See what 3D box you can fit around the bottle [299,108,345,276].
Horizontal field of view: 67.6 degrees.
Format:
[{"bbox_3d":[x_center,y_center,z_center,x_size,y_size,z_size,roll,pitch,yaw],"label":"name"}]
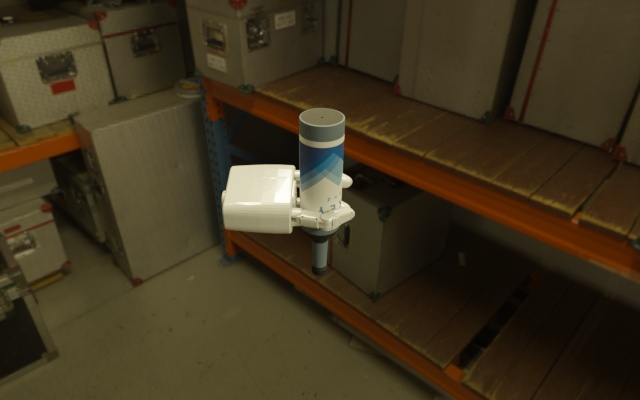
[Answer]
[{"bbox_3d":[0.000,0.002,0.768,0.069,0.296,0.069,1,33,0],"label":"bottle"}]
